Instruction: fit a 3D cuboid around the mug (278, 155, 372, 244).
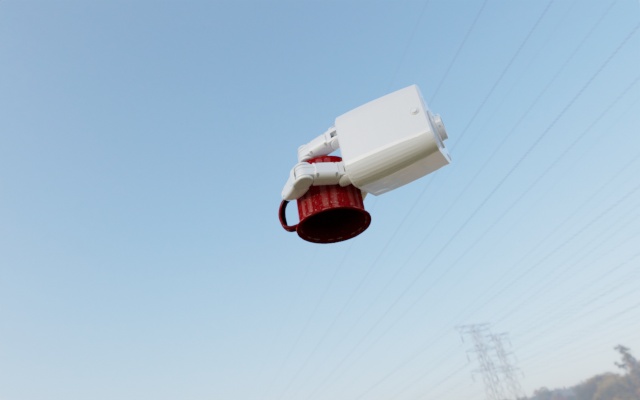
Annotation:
[{"bbox_3d":[-0.001,0.002,0.604,0.117,0.081,0.093,-21,-33,18],"label":"mug"}]
